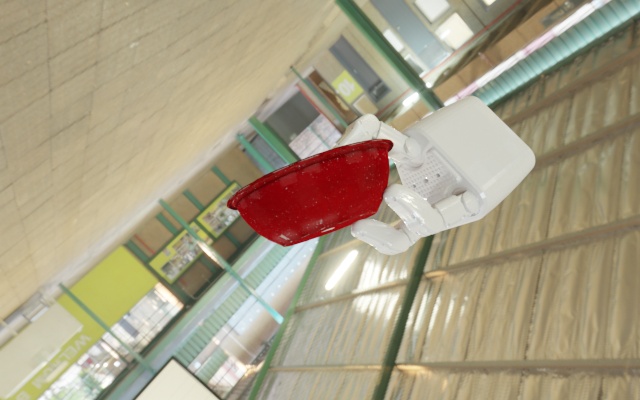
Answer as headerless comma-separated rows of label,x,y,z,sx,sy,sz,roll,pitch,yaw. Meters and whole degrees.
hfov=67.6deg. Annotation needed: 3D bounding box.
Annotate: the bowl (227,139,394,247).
bowl,-0.001,0.002,0.436,0.162,0.055,0.162,-20,-7,-2
